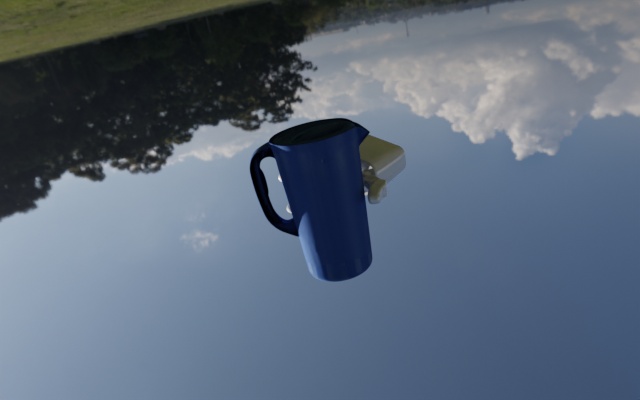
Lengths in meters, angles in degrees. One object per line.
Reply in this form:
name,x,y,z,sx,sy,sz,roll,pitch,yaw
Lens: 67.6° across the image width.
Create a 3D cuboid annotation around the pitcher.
pitcher,0.000,0.002,0.749,0.149,0.243,0.145,7,28,40
